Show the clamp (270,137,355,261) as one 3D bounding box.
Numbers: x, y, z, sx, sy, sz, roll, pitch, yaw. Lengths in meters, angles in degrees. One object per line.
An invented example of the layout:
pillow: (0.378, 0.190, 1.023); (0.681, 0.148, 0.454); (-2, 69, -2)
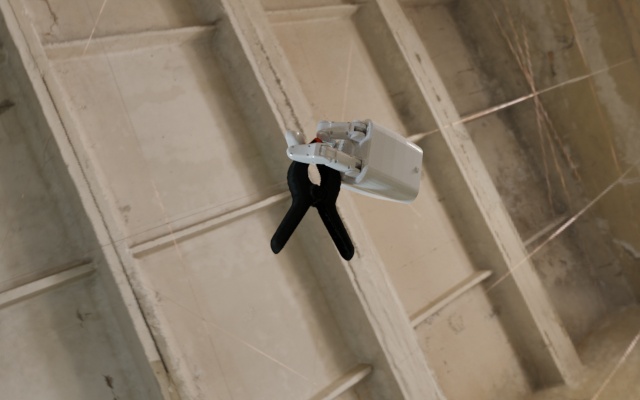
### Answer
clamp: (0.000, 0.002, 0.650); (0.120, 0.171, 0.039); (20, -21, -30)
